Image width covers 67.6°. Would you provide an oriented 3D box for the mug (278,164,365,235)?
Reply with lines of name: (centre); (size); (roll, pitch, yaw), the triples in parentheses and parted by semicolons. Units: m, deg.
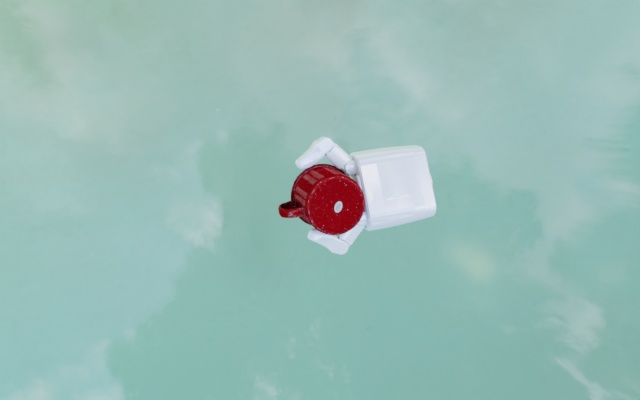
mug: (-0.001, 0.002, 0.652); (0.117, 0.093, 0.081); (-11, 13, -11)
